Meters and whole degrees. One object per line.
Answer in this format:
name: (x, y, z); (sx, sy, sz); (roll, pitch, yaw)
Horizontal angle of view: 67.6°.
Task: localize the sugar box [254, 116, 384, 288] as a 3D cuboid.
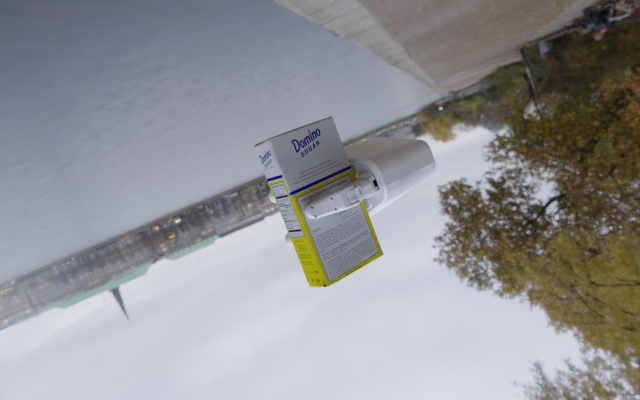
sugar box: (0.000, 0.002, 0.550); (0.093, 0.176, 0.048); (-25, 6, -33)
